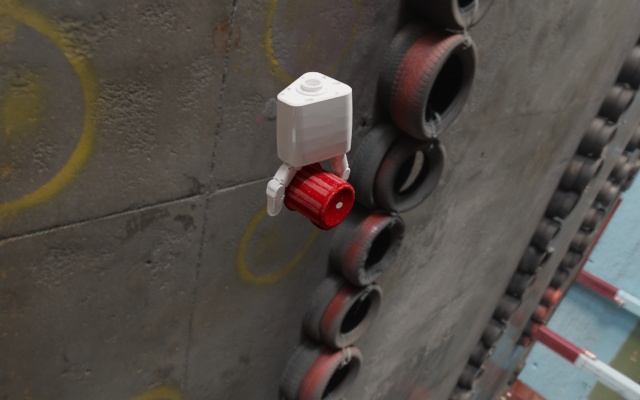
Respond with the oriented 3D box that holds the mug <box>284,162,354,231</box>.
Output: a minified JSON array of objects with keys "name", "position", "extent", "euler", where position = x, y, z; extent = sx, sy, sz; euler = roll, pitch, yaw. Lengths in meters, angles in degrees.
[{"name":"mug","position":[0.000,0.004,0.781],"extent":[0.081,0.117,0.093],"euler":[32,48,32]}]
